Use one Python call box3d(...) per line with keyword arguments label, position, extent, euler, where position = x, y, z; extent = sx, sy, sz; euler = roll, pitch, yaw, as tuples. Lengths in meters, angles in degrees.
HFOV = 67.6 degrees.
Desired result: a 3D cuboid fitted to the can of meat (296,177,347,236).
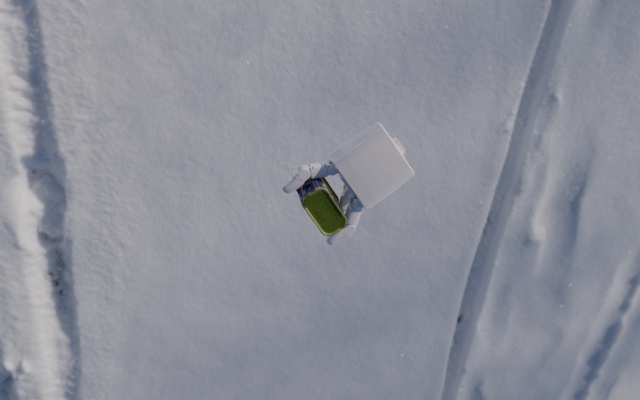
box3d(label="can of meat", position=(0.000, 0.003, 0.853), extent=(0.057, 0.102, 0.084), euler=(-33, 29, 5))
